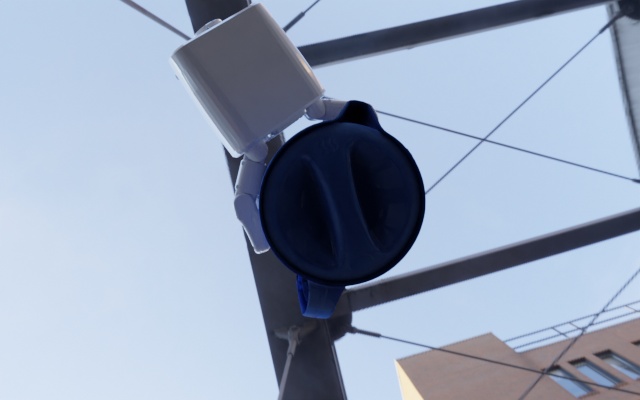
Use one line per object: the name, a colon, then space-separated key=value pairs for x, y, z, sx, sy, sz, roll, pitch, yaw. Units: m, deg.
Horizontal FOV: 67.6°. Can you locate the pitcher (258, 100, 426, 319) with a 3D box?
pitcher: x=0.000 y=0.001 z=0.486 sx=0.149 sy=0.145 sz=0.243 roll=-36 pitch=9 yaw=-3
